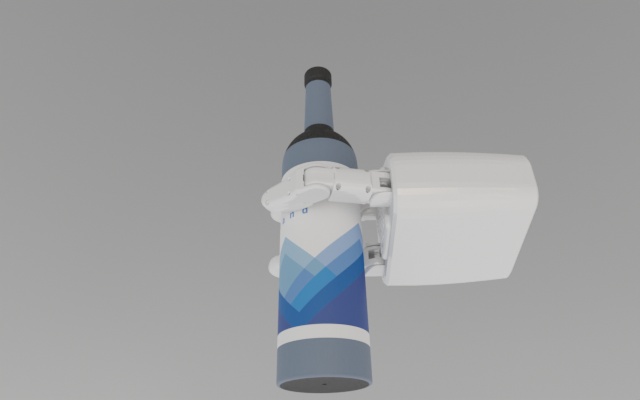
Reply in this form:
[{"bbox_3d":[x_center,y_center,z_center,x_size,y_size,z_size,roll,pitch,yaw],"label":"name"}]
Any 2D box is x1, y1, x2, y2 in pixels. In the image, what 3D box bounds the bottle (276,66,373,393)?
[{"bbox_3d":[0.000,0.002,0.404,0.069,0.295,0.069,-1,-31,-1],"label":"bottle"}]
